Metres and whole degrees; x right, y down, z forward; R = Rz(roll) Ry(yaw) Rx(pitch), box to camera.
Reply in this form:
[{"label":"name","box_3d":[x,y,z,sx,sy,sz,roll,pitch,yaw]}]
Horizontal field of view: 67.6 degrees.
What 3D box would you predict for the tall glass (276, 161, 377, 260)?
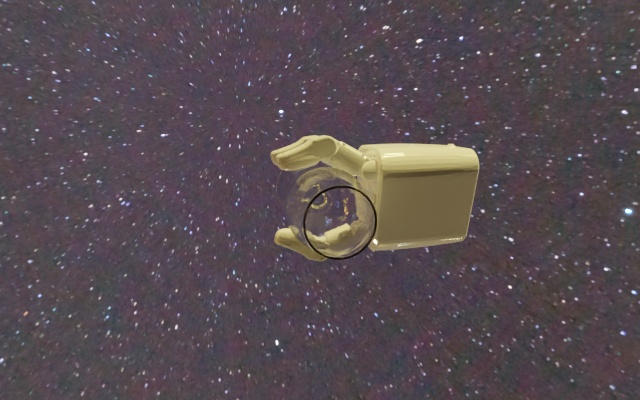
[{"label":"tall glass","box_3d":[0.000,0.002,0.482,0.079,0.079,0.201,0,10,-9]}]
